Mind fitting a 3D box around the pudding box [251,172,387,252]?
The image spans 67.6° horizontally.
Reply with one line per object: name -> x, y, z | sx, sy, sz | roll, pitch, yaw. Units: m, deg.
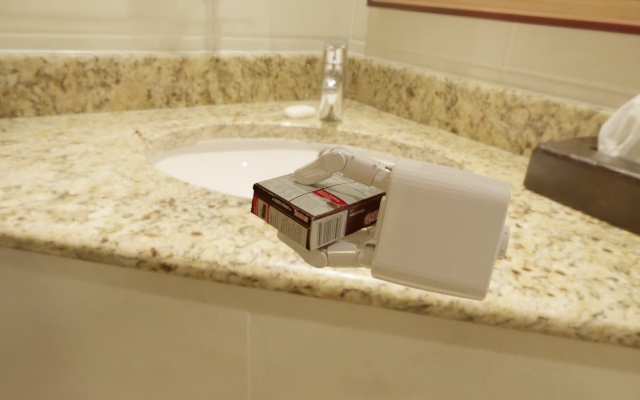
pudding box -> 0.000, 0.001, 0.489 | 0.113, 0.039, 0.090 | -17, 34, -43
